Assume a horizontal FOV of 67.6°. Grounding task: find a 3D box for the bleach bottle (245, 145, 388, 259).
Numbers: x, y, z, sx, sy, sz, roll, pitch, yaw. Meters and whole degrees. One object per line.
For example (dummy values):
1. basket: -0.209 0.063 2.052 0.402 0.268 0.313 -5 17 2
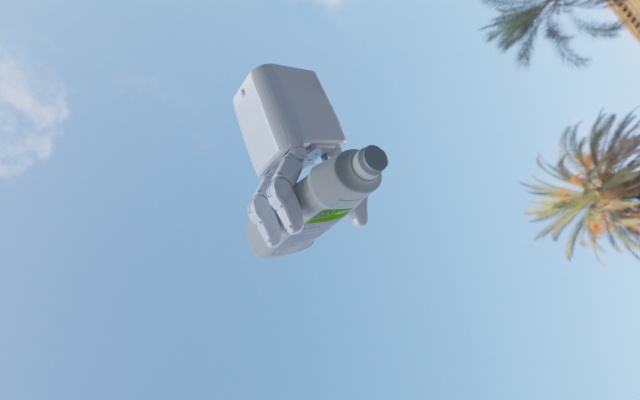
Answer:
1. bleach bottle: 0.000 0.002 0.563 0.102 0.068 0.251 -14 -13 -34
